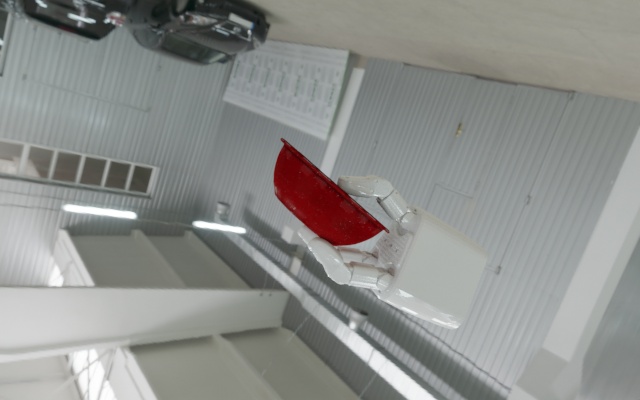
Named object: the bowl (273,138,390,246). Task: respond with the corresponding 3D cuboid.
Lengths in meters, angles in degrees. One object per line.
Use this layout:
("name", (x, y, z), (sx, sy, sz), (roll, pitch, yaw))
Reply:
("bowl", (-0.001, 0.001, 0.541), (0.162, 0.055, 0.162), (41, 2, -2))
